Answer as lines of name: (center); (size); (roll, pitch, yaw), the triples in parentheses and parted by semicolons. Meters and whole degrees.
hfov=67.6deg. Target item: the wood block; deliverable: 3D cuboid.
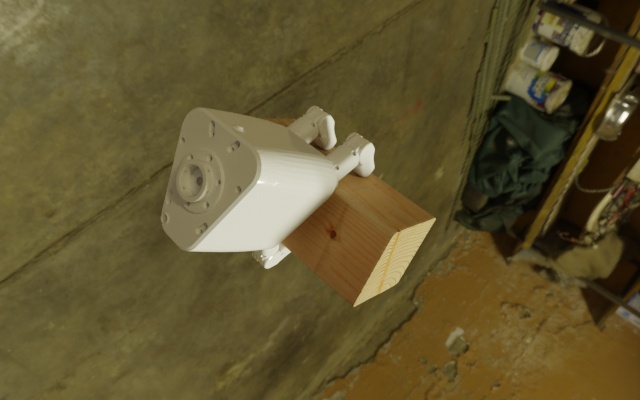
wood block: (0.000, 0.002, 0.503); (0.206, 0.091, 0.090); (39, 29, 27)
